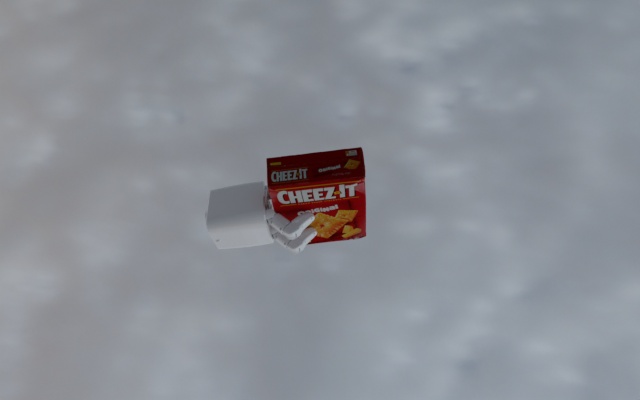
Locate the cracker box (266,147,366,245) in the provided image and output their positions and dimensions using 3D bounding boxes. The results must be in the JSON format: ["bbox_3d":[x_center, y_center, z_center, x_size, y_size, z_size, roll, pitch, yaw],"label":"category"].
[{"bbox_3d":[0.000,0.003,0.871,0.164,0.072,0.214,-7,-32,1],"label":"cracker box"}]
